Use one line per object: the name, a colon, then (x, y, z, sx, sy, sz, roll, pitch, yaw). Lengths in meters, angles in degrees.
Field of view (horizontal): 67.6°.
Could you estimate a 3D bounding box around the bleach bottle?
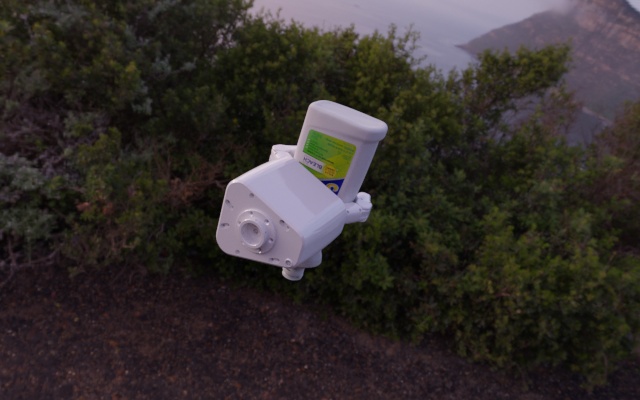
bleach bottle: (0.000, 0.002, 0.636, 0.102, 0.251, 0.068, 25, 26, 16)
